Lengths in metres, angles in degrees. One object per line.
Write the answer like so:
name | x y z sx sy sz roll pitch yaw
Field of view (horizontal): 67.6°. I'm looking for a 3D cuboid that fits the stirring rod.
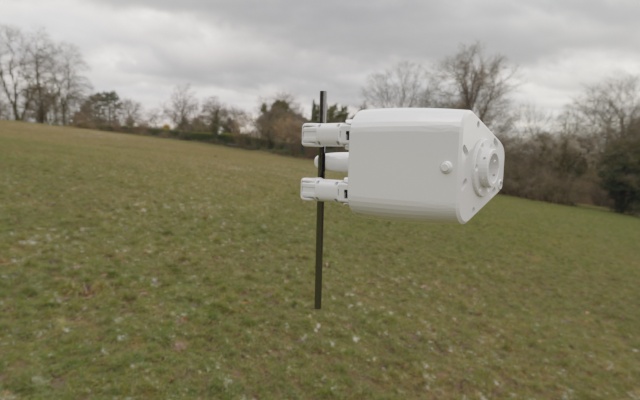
stirring rod | 0.000 0.002 0.527 0.011 0.239 0.011 1 5 0
